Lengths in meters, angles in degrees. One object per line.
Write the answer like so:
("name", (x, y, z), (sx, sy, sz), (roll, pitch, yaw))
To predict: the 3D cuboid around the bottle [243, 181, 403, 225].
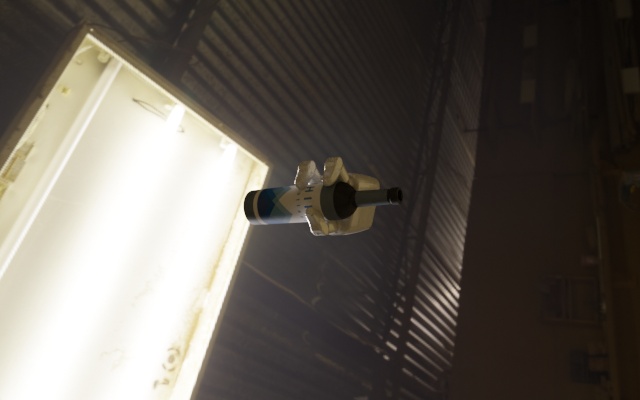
("bottle", (0.000, 0.003, 0.833), (0.296, 0.069, 0.069), (-5, -3, 31))
